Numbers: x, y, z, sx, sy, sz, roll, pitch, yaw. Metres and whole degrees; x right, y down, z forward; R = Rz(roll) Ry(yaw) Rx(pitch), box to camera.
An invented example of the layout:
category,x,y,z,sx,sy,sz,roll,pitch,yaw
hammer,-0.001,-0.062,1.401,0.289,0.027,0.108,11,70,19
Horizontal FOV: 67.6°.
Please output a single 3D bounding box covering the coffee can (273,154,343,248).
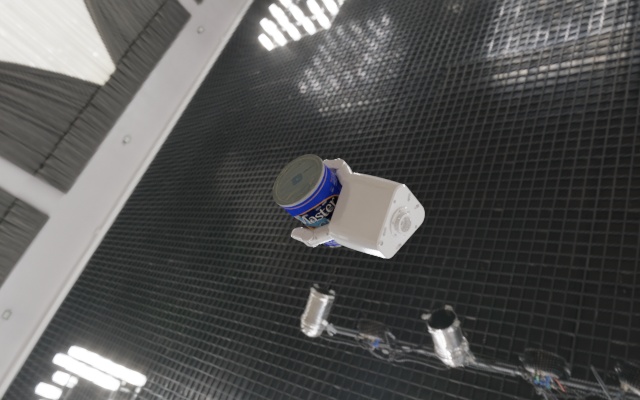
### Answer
category,x,y,z,sx,sy,sz,roll,pitch,yaw
coffee can,0.000,0.003,0.824,0.103,0.102,0.140,0,-33,42
